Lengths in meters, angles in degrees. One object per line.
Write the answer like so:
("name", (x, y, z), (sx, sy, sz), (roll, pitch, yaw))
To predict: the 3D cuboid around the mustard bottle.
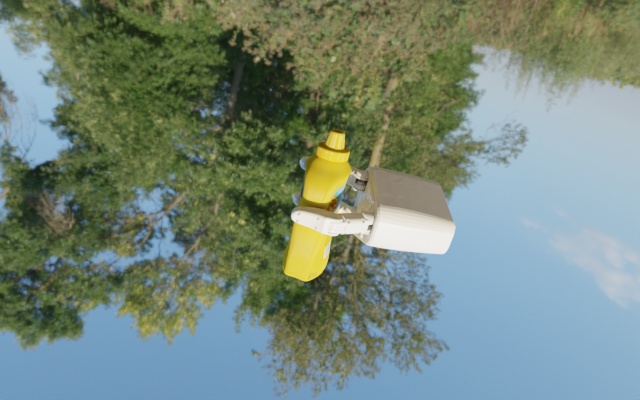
("mustard bottle", (0.000, 0.002, 0.617), (0.058, 0.192, 0.096), (19, 23, 10))
